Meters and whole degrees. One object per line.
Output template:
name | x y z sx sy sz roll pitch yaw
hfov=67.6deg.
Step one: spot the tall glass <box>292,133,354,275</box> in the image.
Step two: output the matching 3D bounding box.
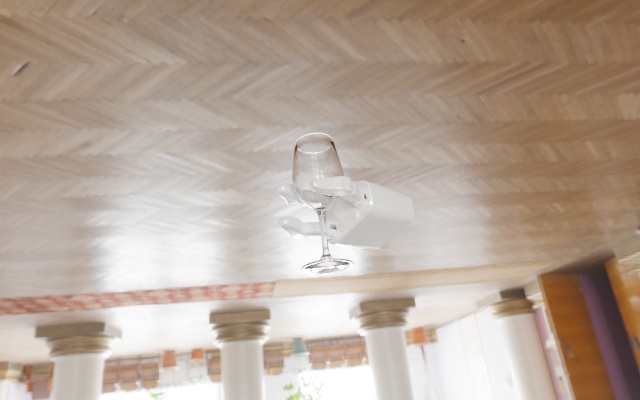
tall glass | 0.000 0.003 0.701 0.079 0.201 0.079 -6 -23 -2
